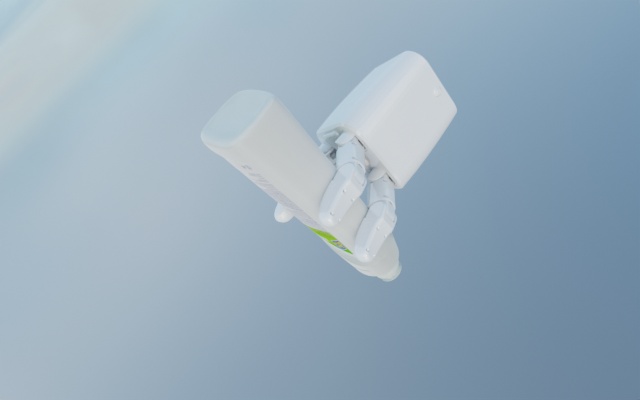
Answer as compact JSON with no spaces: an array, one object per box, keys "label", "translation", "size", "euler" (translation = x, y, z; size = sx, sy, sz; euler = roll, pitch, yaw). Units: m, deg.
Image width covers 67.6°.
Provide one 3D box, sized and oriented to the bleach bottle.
[{"label":"bleach bottle","translation":[0.000,0.002,0.481],"size":[0.251,0.068,0.102],"euler":[45,-11,-32]}]
